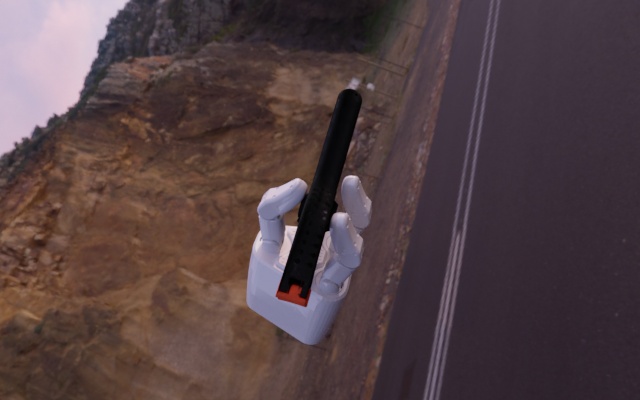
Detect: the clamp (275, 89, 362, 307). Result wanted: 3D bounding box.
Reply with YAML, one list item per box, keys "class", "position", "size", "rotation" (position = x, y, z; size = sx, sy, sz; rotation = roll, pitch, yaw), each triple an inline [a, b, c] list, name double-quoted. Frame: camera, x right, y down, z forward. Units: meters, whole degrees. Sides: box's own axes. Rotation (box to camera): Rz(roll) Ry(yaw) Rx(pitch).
- class: "clamp"
  position: [-0.001, 0.002, 0.466]
  size: [0.036, 0.165, 0.209]
  rotation: [15, 44, 2]
